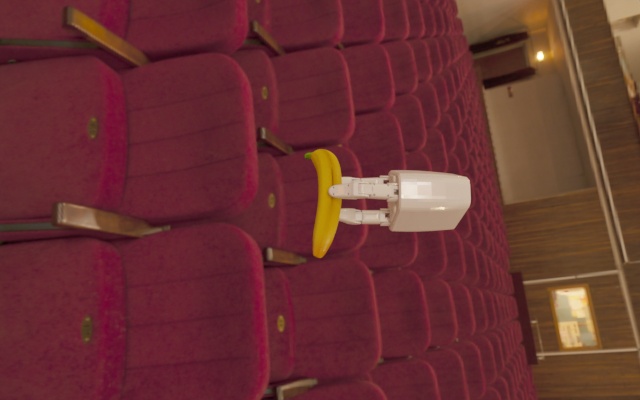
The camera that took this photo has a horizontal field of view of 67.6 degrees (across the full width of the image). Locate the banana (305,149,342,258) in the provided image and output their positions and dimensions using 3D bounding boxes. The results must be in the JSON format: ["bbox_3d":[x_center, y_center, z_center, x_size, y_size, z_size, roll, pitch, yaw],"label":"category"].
[{"bbox_3d":[0.008,-0.010,0.741,0.037,0.197,0.070,12,-36,-22],"label":"banana"}]
